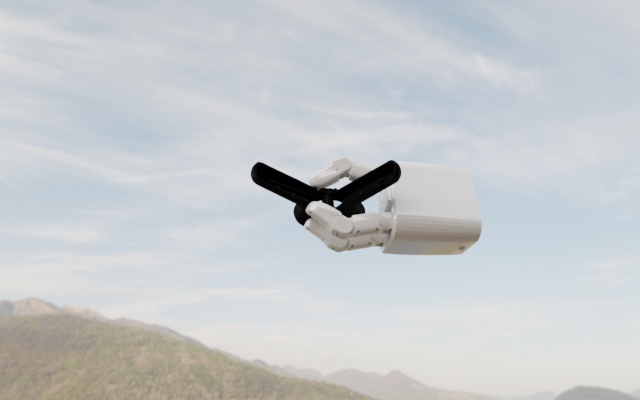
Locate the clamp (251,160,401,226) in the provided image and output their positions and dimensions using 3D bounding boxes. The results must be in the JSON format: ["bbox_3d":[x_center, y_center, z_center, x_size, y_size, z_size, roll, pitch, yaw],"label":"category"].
[{"bbox_3d":[0.000,0.001,0.602,0.164,0.036,0.210,3,-23,-3],"label":"clamp"}]
